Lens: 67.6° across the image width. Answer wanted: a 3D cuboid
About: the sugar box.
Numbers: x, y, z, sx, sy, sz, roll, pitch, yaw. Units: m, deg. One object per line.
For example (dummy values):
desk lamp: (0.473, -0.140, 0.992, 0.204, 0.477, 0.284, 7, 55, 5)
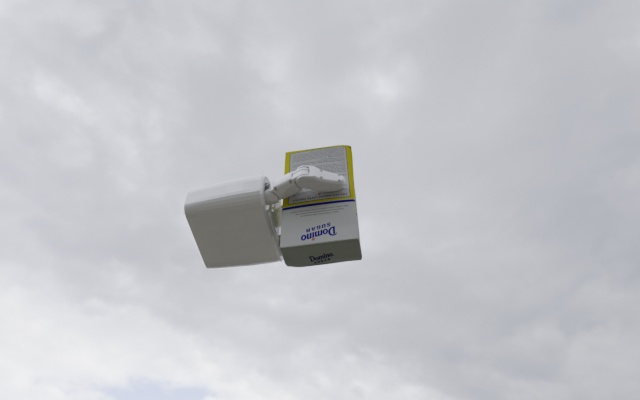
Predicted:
sugar box: (0.000, 0.002, 0.609, 0.093, 0.176, 0.048, -7, -44, 6)
